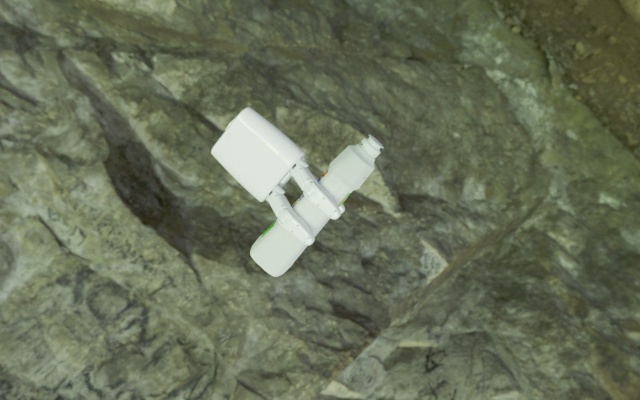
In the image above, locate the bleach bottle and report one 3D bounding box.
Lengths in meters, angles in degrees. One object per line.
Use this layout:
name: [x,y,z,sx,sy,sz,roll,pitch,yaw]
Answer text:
bleach bottle: [0.000,0.002,0.719,0.068,0.251,0.102,42,18,0]
